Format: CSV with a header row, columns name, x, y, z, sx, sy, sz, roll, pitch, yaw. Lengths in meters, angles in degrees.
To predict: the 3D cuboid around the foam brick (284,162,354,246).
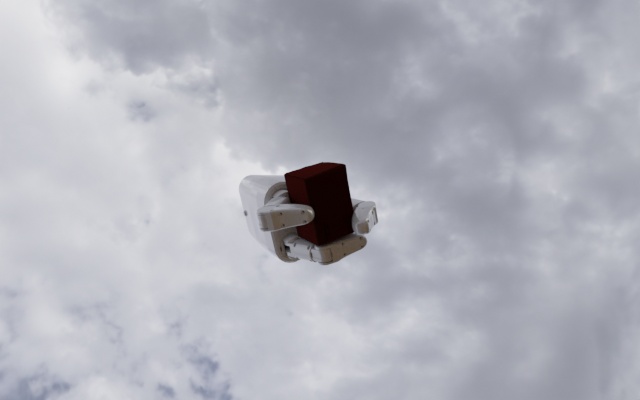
name,x,y,z,sx,sy,sz,roll,pitch,yaw
foam brick,0.000,0.001,0.521,0.053,0.078,0.051,-19,18,-25
